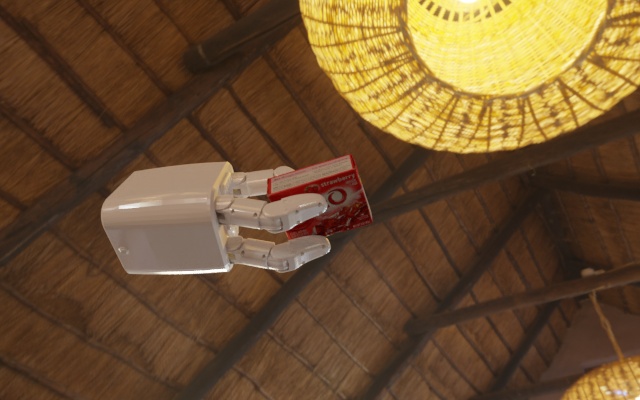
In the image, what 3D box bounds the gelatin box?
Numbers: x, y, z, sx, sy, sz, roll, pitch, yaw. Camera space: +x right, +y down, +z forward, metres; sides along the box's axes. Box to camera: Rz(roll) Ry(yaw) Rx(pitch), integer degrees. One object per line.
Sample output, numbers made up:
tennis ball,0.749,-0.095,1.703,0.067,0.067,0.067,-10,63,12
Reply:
gelatin box,0.000,0.001,0.473,0.089,0.073,0.030,-17,39,6
